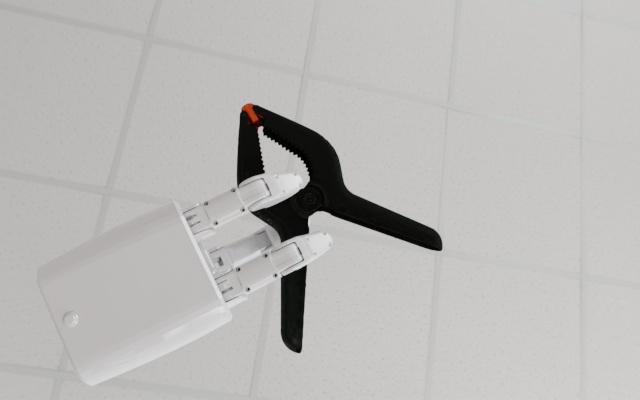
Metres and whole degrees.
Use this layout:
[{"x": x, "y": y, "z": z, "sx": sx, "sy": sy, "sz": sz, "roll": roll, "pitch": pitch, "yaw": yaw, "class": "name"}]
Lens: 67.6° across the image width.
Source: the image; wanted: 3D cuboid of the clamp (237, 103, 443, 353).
[{"x": -0.001, "y": 0.001, "z": 0.422, "sx": 0.164, "sy": 0.210, "sz": 0.036, "roll": -26, "pitch": -7, "yaw": -14, "class": "clamp"}]
